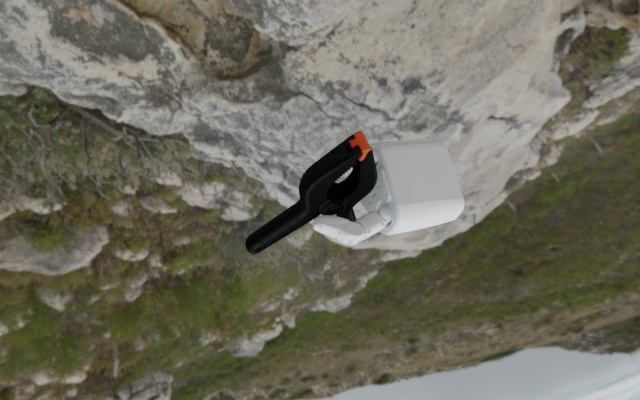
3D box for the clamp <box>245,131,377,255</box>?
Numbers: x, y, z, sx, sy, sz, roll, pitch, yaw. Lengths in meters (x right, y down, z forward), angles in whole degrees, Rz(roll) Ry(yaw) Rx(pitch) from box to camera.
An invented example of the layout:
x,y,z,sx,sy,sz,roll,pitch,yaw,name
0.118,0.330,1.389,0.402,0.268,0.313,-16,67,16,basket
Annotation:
x,y,z,sx,sy,sz,roll,pitch,yaw,name
0.001,0.002,0.569,0.164,0.036,0.210,-8,-34,-23,clamp
